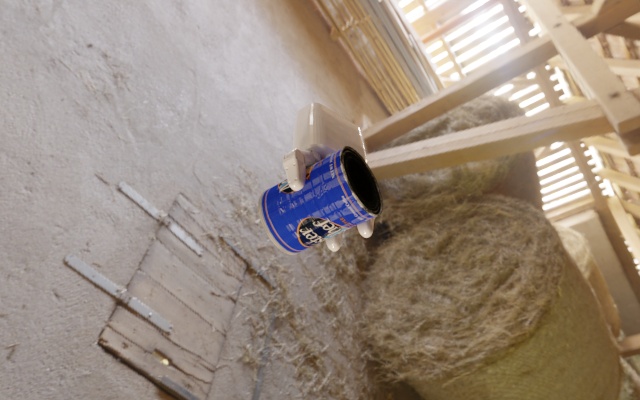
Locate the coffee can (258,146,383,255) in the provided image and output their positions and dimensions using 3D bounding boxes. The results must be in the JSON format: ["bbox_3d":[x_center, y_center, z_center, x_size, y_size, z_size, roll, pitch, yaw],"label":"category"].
[{"bbox_3d":[0.000,0.002,0.658,0.140,0.103,0.103,-27,-12,25],"label":"coffee can"}]
